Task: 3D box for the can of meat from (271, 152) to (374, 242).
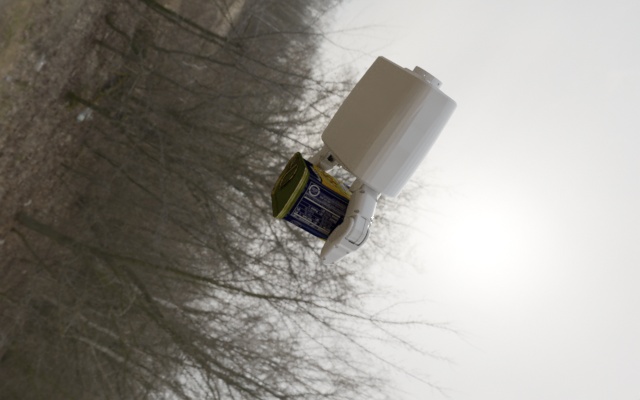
[{"bbox_3d":[0.000,0.002,0.492,0.084,0.057,0.102,30,12,-16],"label":"can of meat"}]
